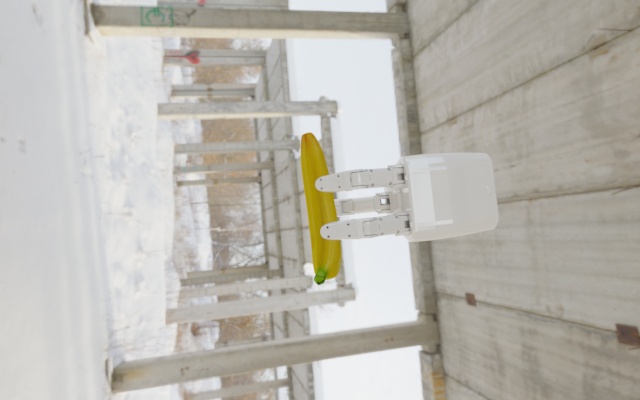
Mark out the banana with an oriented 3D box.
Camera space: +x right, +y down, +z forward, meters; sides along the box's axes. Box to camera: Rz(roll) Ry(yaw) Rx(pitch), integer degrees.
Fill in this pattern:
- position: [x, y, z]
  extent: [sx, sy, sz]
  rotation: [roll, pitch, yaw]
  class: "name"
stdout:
- position: [0.001, 0.013, 0.577]
  extent: [0.037, 0.197, 0.070]
  rotation: [-7, -27, -1]
  class: "banana"
